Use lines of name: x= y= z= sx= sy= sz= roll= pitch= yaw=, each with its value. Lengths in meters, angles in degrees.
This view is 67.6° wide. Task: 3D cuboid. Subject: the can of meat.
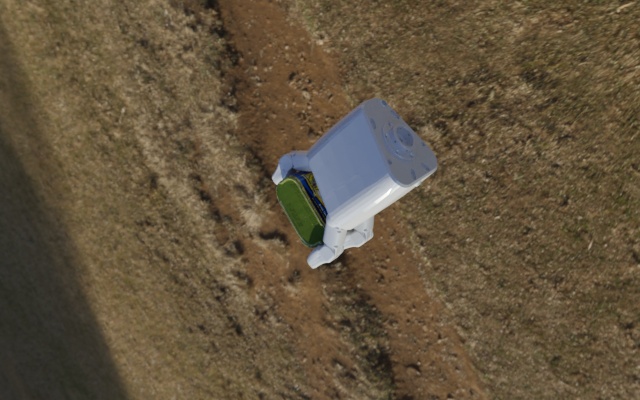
can of meat: x=0.000 y=0.002 z=0.631 sx=0.084 sy=0.102 sz=0.057 roll=-28 pitch=-4 yaw=-44
